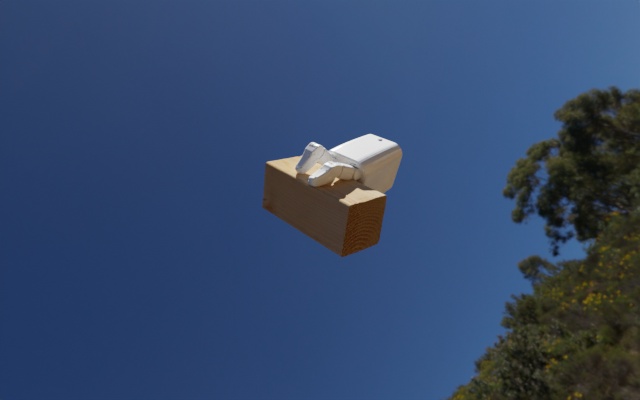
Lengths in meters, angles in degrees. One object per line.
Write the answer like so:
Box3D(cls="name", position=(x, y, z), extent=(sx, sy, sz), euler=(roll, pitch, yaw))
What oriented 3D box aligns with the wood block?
Box3D(cls="wood block", position=(0.000, 0.003, 0.808), extent=(0.090, 0.091, 0.206), euler=(-15, 31, -40))
